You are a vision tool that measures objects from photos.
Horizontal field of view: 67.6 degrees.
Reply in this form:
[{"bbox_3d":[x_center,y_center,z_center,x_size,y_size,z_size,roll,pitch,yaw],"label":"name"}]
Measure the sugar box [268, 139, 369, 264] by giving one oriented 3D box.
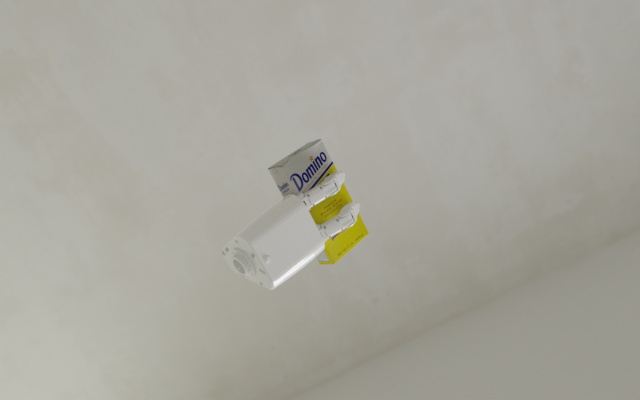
[{"bbox_3d":[0.000,0.003,0.752,0.093,0.176,0.048,-38,19,-34],"label":"sugar box"}]
